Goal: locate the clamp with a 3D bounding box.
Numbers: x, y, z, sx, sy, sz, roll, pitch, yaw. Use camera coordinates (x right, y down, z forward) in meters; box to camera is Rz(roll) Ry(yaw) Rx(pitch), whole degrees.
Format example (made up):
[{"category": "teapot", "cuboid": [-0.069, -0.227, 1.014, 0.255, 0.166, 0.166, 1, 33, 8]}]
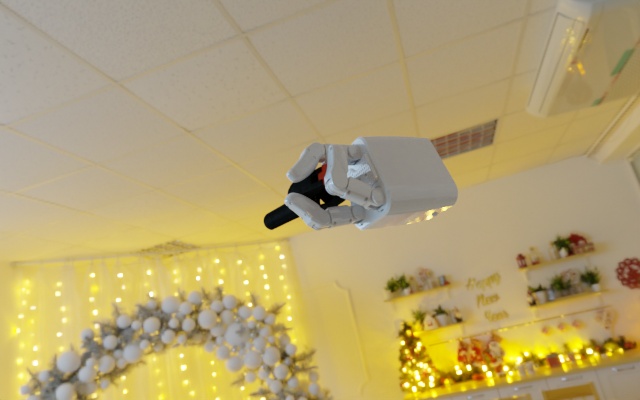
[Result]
[{"category": "clamp", "cuboid": [0.000, 0.001, 0.645, 0.120, 0.039, 0.171, -5, -19, -25]}]
